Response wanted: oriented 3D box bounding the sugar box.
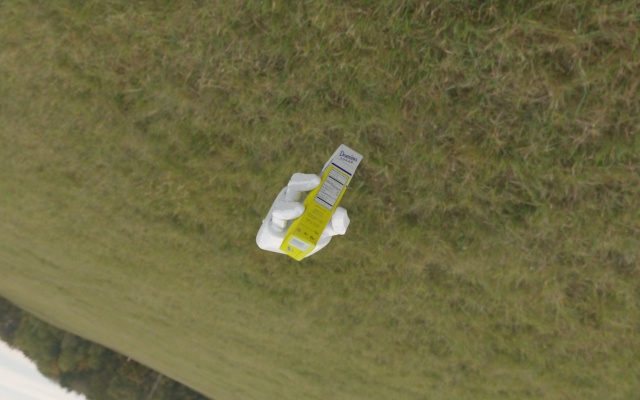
[{"bbox_3d":[0.000,0.002,0.755,0.048,0.176,0.093,29,-26,-7],"label":"sugar box"}]
